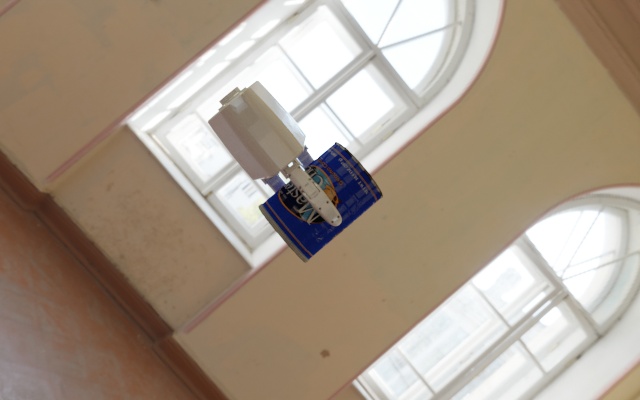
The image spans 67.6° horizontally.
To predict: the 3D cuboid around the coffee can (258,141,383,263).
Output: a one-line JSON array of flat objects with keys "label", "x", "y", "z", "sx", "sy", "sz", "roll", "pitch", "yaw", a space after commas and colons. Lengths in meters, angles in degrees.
[{"label": "coffee can", "x": 0.000, "y": 0.002, "z": 0.660, "sx": 0.140, "sy": 0.103, "sz": 0.103, "roll": -40, "pitch": 2, "yaw": -2}]
